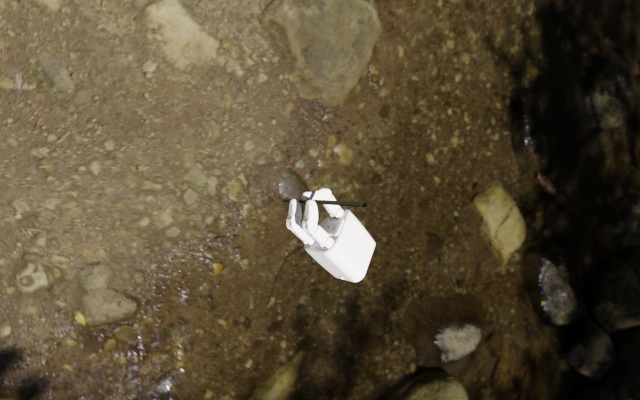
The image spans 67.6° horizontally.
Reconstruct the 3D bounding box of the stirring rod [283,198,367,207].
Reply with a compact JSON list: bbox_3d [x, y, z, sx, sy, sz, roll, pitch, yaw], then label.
[{"bbox_3d":[0.000,0.003,0.872,0.011,0.011,0.239,0,2,-37],"label":"stirring rod"}]
